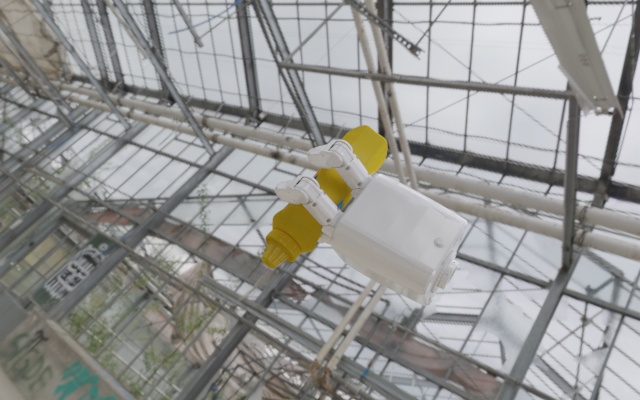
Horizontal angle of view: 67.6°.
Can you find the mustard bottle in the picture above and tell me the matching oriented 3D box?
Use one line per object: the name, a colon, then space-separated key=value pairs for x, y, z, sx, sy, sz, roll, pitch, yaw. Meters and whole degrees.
mustard bottle: x=0.000 y=0.001 z=0.547 sx=0.058 sy=0.191 sz=0.096 roll=40 pitch=-26 yaw=0
